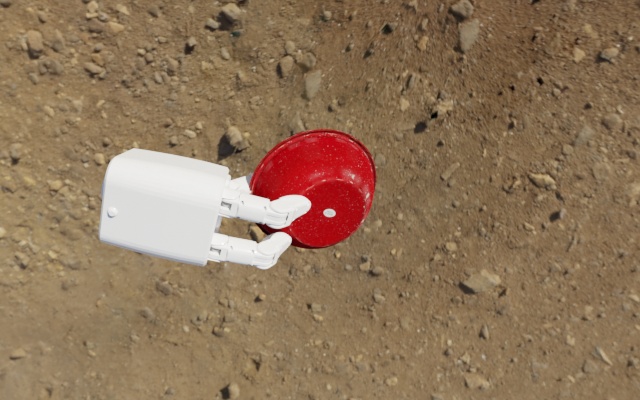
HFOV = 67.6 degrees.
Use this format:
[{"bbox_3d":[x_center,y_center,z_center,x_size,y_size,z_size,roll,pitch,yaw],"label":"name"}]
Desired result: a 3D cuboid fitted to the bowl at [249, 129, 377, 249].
[{"bbox_3d":[0.001,0.002,0.555,0.162,0.162,0.055,0,32,-21],"label":"bowl"}]
